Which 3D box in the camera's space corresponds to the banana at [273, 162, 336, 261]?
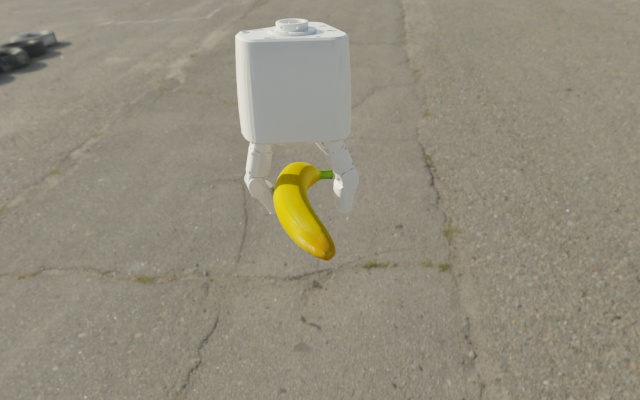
[{"bbox_3d":[-0.018,-0.001,0.527,0.069,0.037,0.197,4,29,-1],"label":"banana"}]
